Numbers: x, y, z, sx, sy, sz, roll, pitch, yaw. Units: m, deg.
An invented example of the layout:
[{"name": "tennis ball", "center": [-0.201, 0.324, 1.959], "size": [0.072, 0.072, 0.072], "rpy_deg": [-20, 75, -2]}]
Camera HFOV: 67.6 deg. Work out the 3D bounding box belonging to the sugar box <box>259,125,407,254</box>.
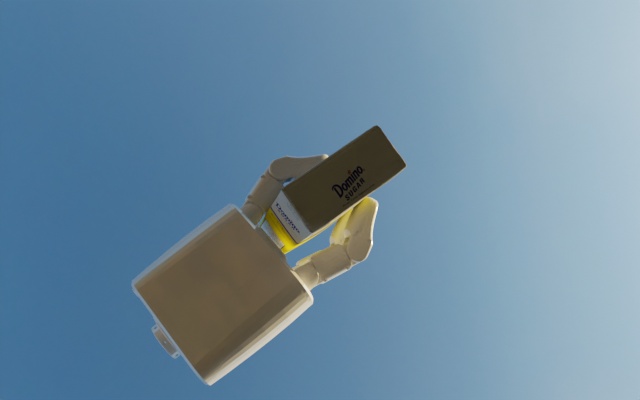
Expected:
[{"name": "sugar box", "center": [0.000, 0.002, 0.424], "size": [0.093, 0.048, 0.176], "rpy_deg": [-35, 0, -17]}]
